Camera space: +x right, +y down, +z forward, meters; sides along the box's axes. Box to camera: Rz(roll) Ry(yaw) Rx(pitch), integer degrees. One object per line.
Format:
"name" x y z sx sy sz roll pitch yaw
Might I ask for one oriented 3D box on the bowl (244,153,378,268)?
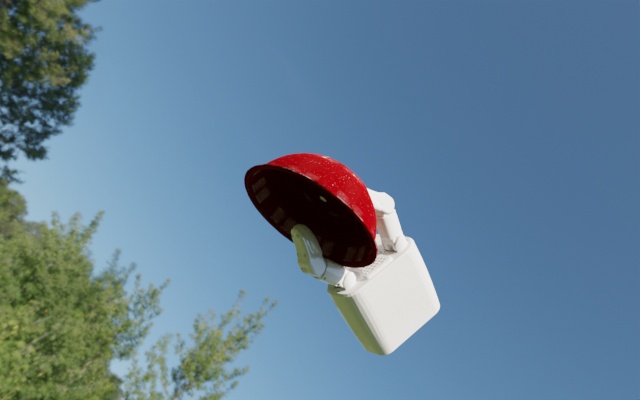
"bowl" 0.000 0.000 0.507 0.162 0.055 0.162 27 -27 15
